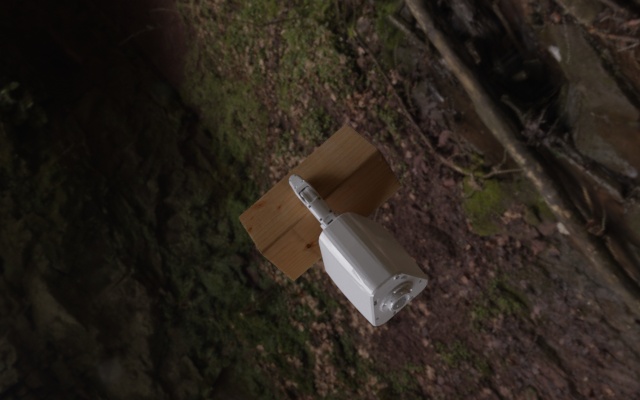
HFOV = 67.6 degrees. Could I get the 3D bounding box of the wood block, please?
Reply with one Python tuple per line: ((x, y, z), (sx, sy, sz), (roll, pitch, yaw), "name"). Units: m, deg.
((0.000, 0.002, 0.681), (0.090, 0.206, 0.091), (48, -1, 45), "wood block")
